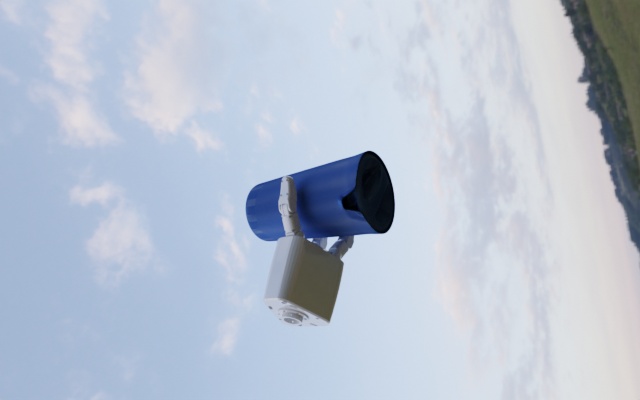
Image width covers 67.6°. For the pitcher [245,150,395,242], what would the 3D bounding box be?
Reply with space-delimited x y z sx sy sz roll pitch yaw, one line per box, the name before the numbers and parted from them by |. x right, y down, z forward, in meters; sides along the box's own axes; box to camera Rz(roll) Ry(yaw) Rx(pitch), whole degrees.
pitcher | 0.000 0.003 0.819 0.243 0.145 0.149 -10 -38 32
